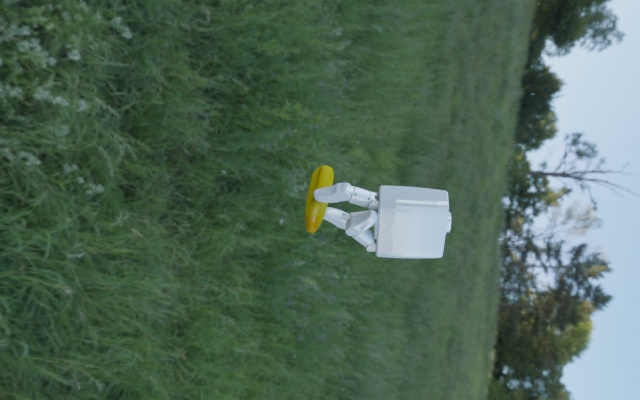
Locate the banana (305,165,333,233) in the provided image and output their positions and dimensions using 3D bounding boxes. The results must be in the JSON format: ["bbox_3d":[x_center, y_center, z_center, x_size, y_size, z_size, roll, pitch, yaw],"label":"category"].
[{"bbox_3d":[0.001,-0.016,0.813,0.037,0.070,0.197,3,23,5],"label":"banana"}]
